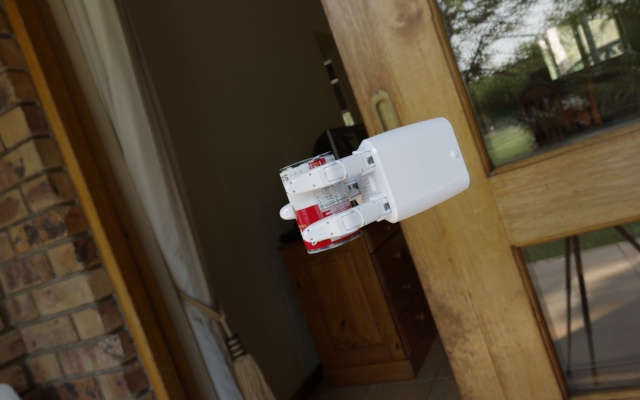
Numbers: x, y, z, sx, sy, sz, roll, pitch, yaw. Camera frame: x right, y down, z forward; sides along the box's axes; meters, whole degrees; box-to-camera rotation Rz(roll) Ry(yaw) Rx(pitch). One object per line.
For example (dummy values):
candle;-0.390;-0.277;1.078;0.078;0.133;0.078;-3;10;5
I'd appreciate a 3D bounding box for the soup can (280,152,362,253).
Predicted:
soup can;0.000;0.002;0.556;0.068;0.102;0.068;-20;3;1
